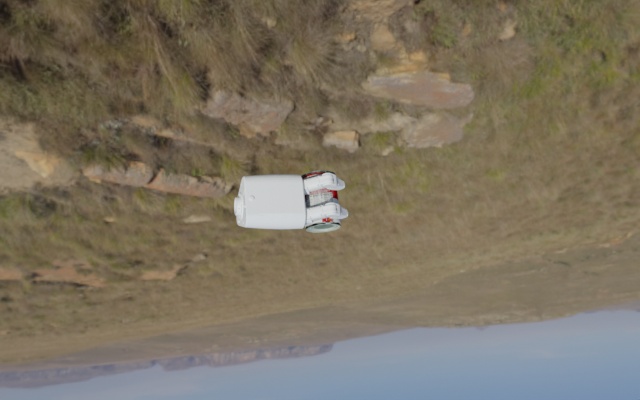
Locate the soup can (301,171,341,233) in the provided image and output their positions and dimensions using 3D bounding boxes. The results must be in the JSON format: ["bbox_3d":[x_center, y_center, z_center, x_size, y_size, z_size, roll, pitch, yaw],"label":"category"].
[{"bbox_3d":[0.001,0.003,0.891,0.068,0.102,0.068,-5,-16,-2],"label":"soup can"}]
